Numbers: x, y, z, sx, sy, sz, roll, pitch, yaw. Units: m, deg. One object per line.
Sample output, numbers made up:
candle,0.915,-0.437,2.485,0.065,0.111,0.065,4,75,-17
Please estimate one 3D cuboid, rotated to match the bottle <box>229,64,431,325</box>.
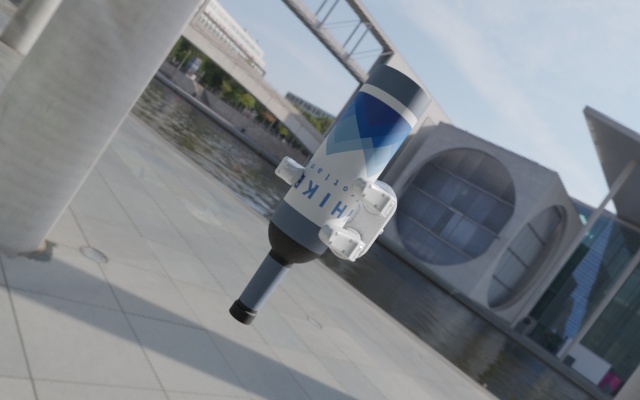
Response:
bottle,0.000,0.001,0.492,0.069,0.296,0.069,35,2,-2
